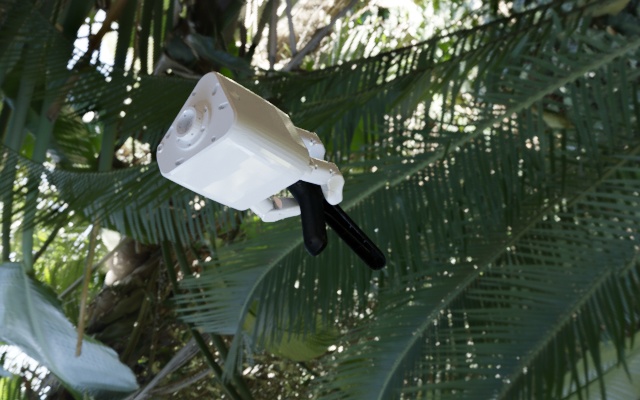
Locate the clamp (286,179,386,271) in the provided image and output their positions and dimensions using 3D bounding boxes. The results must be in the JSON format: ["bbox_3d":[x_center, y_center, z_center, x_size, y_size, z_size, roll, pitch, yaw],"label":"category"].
[{"bbox_3d":[-0.001,0.002,0.603,0.036,0.209,0.165,-41,-37,16],"label":"clamp"}]
